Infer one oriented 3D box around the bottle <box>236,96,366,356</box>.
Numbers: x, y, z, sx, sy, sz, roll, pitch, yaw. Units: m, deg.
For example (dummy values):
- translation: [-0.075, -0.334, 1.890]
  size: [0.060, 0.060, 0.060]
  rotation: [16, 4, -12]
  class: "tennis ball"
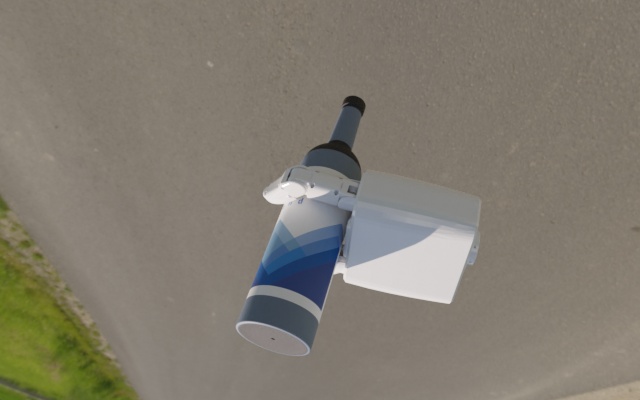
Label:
- translation: [0.000, 0.002, 0.482]
  size: [0.069, 0.295, 0.069]
  rotation: [13, -34, 9]
  class: "bottle"
